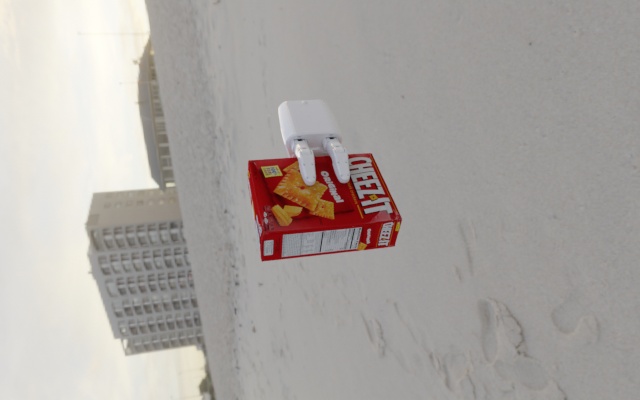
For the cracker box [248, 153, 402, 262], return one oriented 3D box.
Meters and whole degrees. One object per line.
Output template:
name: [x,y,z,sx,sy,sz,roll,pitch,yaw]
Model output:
cracker box: [0.000,0.003,0.757,0.213,0.072,0.164,-5,46,-13]
